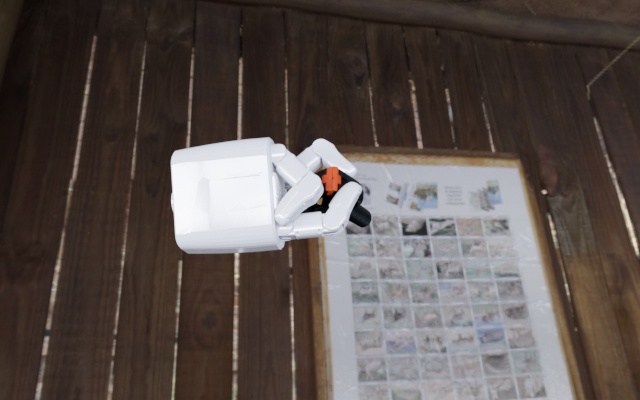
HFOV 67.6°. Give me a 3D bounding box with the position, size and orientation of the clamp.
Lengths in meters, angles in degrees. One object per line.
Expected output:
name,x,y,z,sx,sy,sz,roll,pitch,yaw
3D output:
clamp,0.000,0.002,0.582,0.120,0.039,0.171,-6,-21,6
